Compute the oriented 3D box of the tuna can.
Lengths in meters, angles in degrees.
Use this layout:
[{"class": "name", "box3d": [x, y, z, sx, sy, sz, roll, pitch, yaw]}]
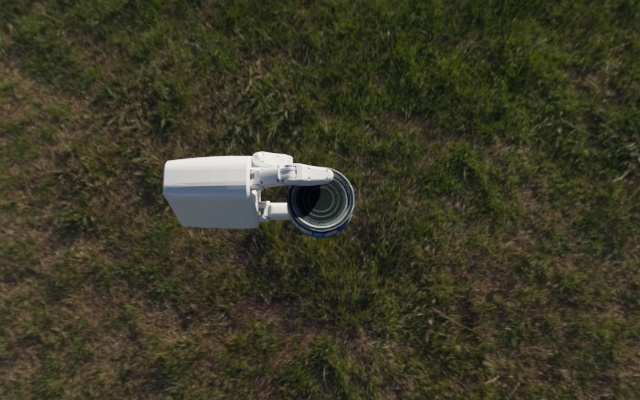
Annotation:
[{"class": "tuna can", "box3d": [0.000, 0.002, 0.599, 0.086, 0.086, 0.034, 0, -15, -2]}]
